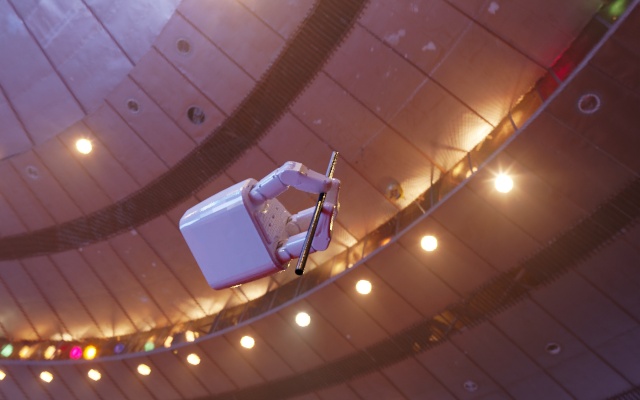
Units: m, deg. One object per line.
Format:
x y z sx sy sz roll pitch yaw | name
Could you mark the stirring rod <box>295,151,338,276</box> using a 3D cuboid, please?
0.000 0.002 0.532 0.011 0.011 0.239 0 32 11 | stirring rod
